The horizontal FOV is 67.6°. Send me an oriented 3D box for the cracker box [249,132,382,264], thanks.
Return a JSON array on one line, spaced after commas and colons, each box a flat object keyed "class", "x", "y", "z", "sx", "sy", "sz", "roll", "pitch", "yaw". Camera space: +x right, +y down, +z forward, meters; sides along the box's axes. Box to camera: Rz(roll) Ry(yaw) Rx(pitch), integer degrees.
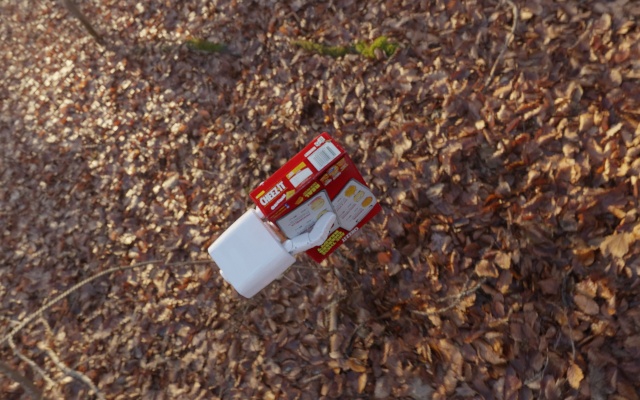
[{"class": "cracker box", "x": 0.000, "y": 0.003, "z": 0.835, "sx": 0.072, "sy": 0.164, "sz": 0.214, "roll": 50, "pitch": 0, "yaw": 35}]
